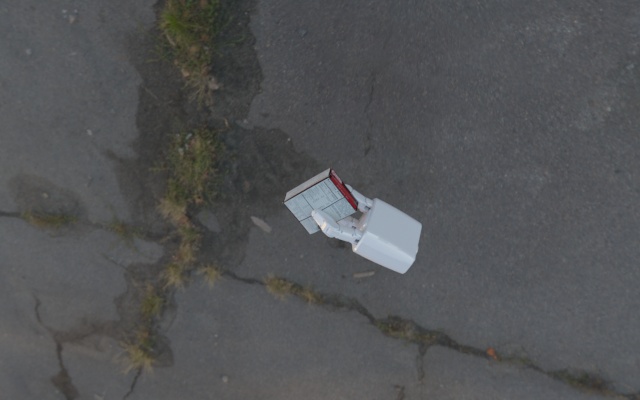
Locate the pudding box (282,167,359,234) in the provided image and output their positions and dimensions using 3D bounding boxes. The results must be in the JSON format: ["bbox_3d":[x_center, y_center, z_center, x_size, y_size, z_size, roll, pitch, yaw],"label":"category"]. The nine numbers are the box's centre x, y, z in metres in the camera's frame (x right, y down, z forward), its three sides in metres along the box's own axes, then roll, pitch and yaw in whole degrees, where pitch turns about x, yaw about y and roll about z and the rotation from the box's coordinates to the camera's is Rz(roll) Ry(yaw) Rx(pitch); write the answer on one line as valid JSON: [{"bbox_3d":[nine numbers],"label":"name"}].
[{"bbox_3d":[0.000,0.003,0.883,0.113,0.090,0.039,-29,23,24],"label":"pudding box"}]
